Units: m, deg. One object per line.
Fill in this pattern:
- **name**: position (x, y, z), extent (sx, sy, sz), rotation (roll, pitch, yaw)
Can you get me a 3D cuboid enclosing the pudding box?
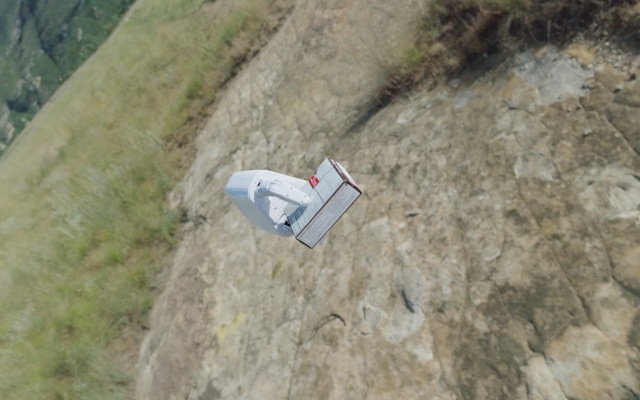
- **pudding box**: position (0.000, 0.002, 0.698), extent (0.039, 0.113, 0.090), rotation (33, 14, -29)
